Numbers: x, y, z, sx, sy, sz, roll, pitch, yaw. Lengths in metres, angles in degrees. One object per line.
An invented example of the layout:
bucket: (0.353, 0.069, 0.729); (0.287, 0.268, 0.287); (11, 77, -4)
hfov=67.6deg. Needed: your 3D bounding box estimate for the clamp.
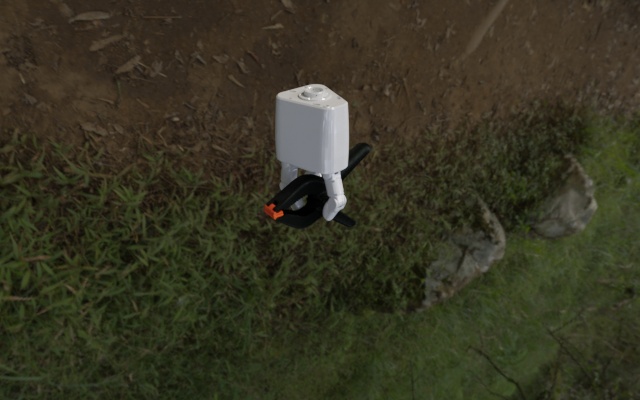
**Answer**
clamp: (0.000, 0.003, 0.800); (0.210, 0.165, 0.036); (-24, 40, -34)
